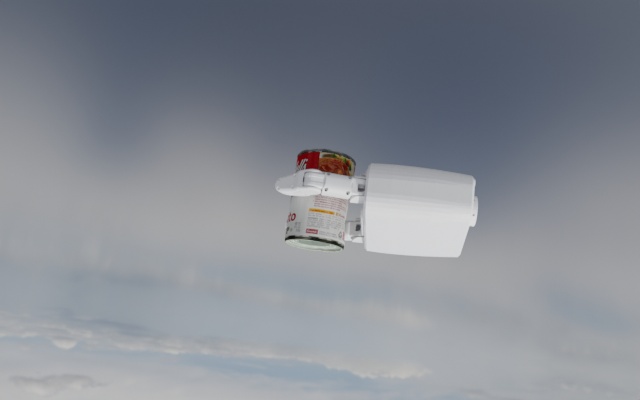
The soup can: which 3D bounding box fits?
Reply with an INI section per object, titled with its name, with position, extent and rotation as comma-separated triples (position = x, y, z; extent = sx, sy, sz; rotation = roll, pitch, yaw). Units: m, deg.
[soup can]
position = 0.000, 0.002, 0.535
extent = 0.068, 0.102, 0.068
rotation = 8, -15, 2
